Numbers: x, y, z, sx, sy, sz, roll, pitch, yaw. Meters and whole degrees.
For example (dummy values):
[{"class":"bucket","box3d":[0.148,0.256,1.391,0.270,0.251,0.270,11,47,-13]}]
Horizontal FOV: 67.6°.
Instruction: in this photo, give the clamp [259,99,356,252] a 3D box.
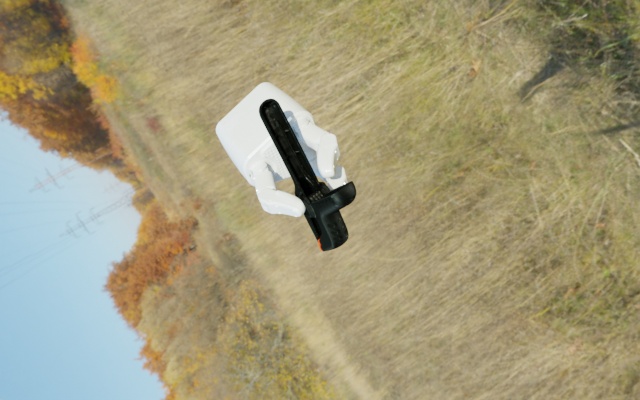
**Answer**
[{"class":"clamp","box3d":[-0.001,0.002,0.546,0.036,0.210,0.164,-31,48,-12]}]
